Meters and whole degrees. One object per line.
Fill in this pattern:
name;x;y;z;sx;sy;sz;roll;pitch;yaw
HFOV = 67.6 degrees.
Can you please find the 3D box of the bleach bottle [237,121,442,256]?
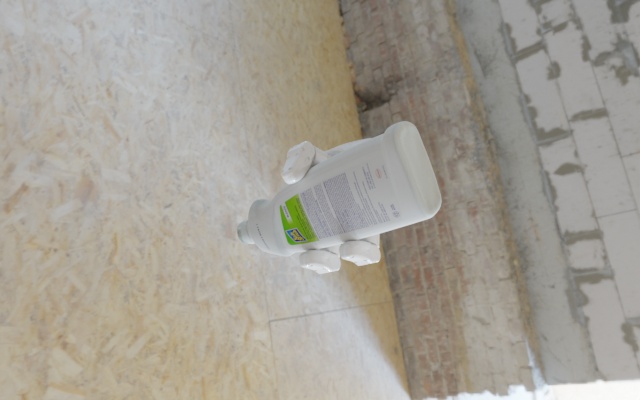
bleach bottle;0.000;0.002;0.537;0.251;0.102;0.068;-18;7;34
